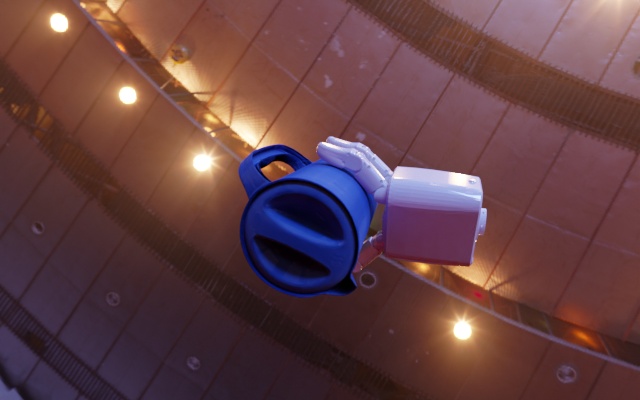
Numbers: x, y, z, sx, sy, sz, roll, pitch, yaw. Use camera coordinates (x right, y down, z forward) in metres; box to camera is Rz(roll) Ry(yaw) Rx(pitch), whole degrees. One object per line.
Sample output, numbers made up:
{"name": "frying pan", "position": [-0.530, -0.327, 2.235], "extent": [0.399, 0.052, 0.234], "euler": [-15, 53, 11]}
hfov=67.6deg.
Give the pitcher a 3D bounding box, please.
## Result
{"name": "pitcher", "position": [0.000, 0.002, 0.604], "extent": [0.145, 0.149, 0.242], "euler": [6, 18, 14]}
